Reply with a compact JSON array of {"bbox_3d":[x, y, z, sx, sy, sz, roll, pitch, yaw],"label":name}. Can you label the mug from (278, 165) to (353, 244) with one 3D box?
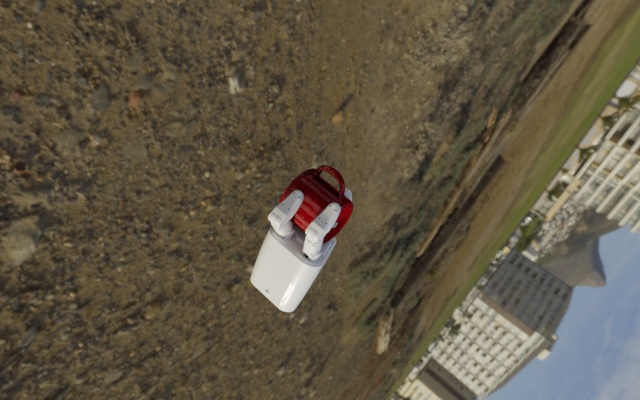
[{"bbox_3d":[0.001,0.001,0.718,0.081,0.117,0.093,39,30,20],"label":"mug"}]
